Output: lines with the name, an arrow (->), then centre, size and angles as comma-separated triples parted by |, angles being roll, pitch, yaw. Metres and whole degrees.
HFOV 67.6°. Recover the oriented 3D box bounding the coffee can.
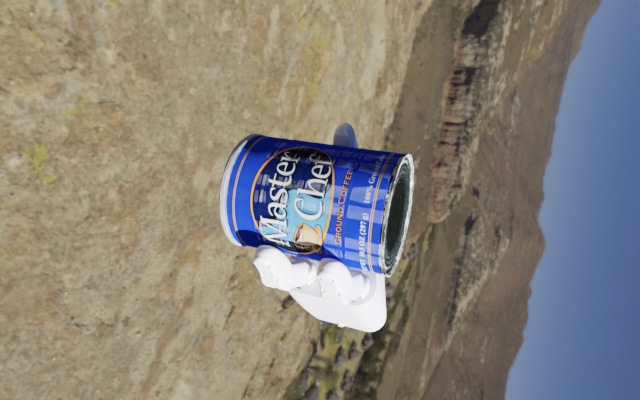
coffee can -> 0.000, 0.001, 0.412 | 0.140, 0.103, 0.103 | 10, 3, 20
